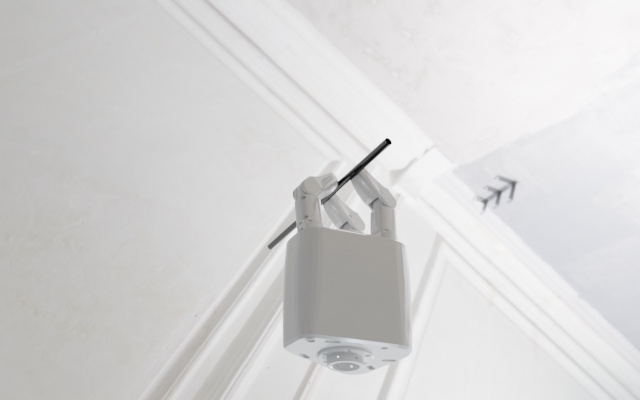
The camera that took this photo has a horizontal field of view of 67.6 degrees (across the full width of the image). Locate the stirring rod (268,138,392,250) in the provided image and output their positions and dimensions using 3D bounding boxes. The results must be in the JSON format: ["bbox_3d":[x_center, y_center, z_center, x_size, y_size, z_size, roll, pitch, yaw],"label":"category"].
[{"bbox_3d":[0.000,0.002,0.541,0.011,0.011,0.240,0,-29,-39],"label":"stirring rod"}]
